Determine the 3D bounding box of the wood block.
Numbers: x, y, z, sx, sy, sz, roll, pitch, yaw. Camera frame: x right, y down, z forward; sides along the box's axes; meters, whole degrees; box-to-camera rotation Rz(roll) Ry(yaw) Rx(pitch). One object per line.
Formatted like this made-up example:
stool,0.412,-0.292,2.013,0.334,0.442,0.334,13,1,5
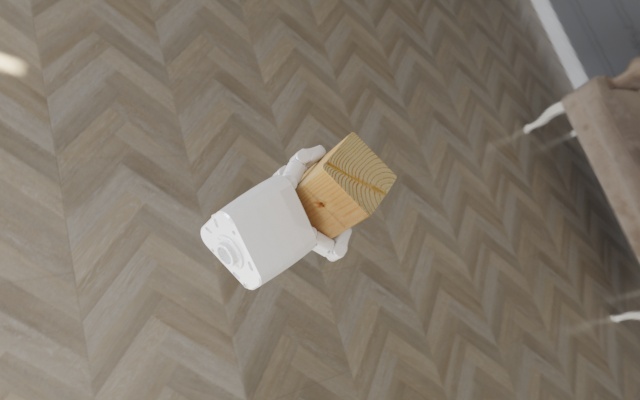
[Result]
wood block,0.000,0.003,0.699,0.206,0.091,0.090,-35,12,50
